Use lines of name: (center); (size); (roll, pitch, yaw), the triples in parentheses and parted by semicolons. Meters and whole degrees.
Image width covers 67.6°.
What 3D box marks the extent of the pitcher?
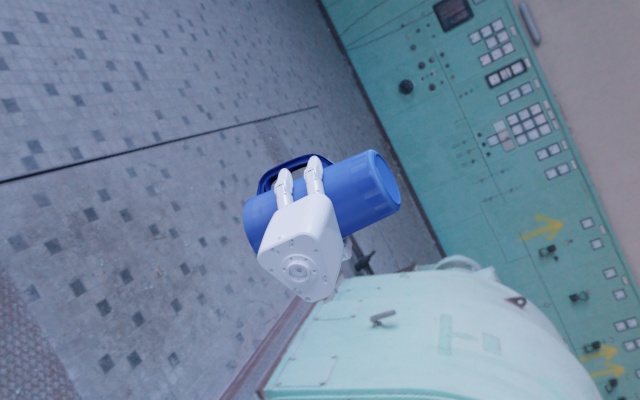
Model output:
pitcher: (0.000, 0.003, 0.792); (0.243, 0.149, 0.145); (-25, 20, 21)
